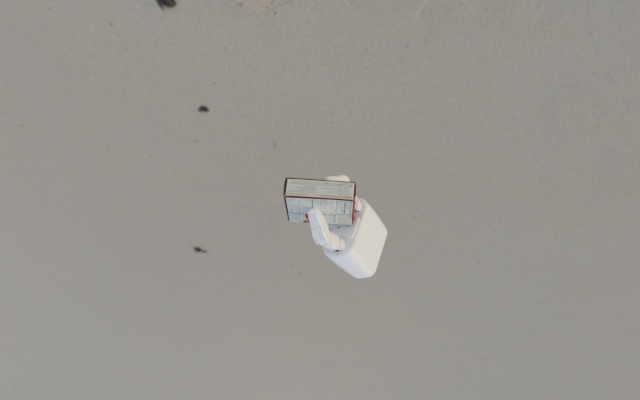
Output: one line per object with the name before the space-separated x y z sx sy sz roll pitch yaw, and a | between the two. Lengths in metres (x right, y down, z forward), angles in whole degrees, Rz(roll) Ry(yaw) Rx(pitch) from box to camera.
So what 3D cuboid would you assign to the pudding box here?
pudding box | 0.000 0.003 0.767 0.113 0.039 0.090 2 -29 2
